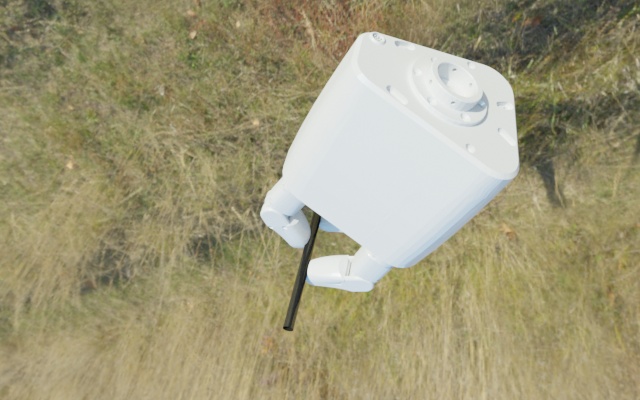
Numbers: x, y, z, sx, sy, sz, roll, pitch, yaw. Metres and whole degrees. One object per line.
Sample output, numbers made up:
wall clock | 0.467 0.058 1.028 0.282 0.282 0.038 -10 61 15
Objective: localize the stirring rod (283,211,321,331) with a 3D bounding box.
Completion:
stirring rod | 0.000 0.001 0.421 0.011 0.239 0.011 9 -38 7
